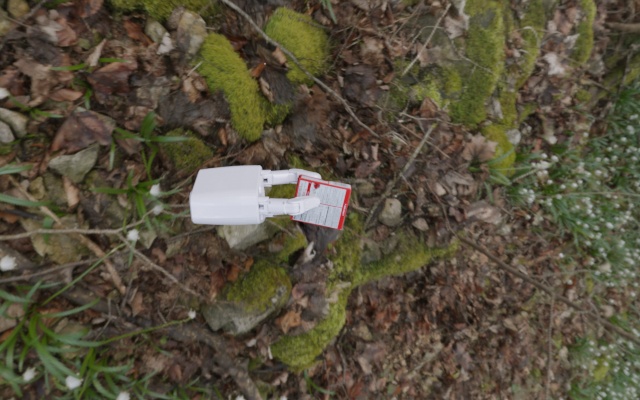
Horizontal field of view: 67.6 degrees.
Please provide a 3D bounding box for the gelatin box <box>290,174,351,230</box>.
[{"bbox_3d":[0.000,0.003,0.787,0.089,0.073,0.030,12,16,-1],"label":"gelatin box"}]
